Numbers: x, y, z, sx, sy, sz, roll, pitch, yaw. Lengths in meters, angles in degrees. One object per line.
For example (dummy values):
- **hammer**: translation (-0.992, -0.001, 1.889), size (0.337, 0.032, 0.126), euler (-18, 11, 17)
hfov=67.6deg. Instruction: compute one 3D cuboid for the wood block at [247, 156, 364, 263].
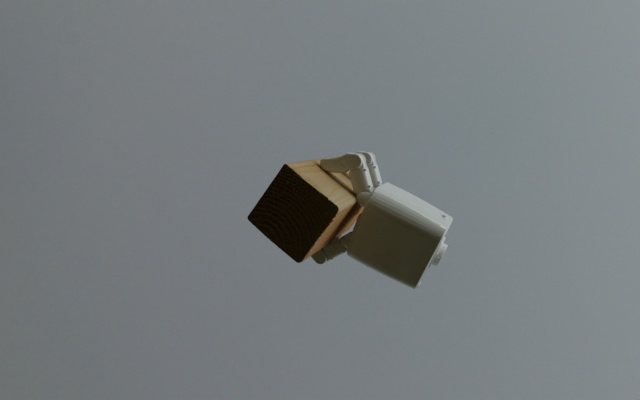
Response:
- **wood block**: translation (0.000, 0.003, 0.664), size (0.090, 0.091, 0.206), euler (40, 18, 11)
